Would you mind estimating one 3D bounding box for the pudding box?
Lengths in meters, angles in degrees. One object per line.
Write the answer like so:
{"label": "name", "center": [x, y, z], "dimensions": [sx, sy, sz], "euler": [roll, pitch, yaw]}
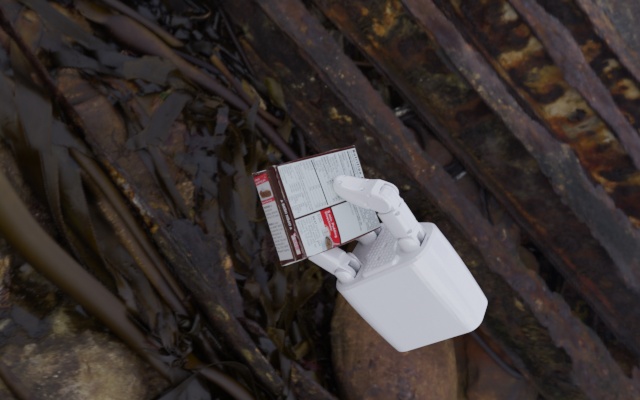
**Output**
{"label": "pudding box", "center": [0.000, 0.002, 0.457], "dimensions": [0.113, 0.090, 0.039], "euler": [-18, 0, -44]}
